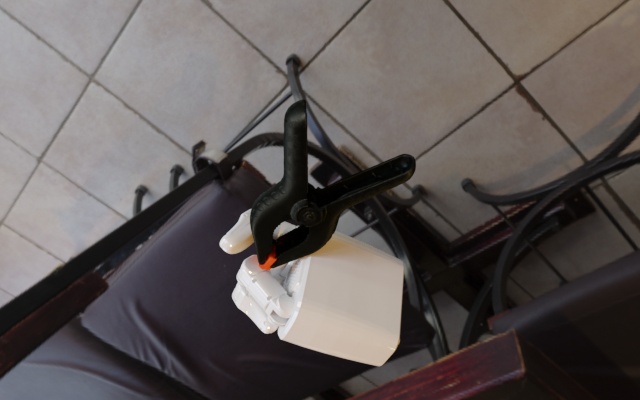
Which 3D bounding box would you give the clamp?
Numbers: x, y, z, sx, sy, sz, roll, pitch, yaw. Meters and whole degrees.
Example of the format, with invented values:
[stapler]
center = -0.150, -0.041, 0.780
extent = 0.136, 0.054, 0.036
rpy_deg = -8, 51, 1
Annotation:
[clamp]
center = 0.000, 0.002, 0.418
extent = 0.120, 0.171, 0.039
rpy_deg = 19, 38, -15
